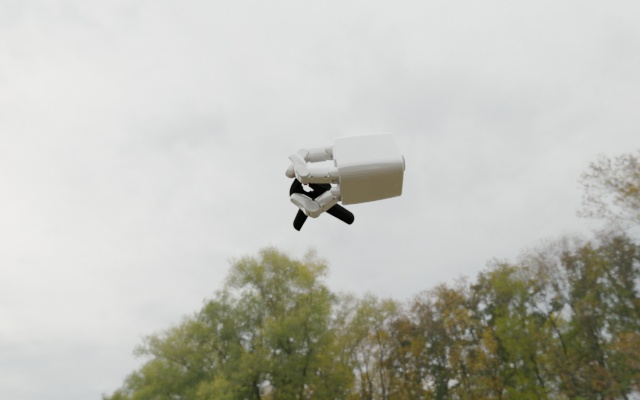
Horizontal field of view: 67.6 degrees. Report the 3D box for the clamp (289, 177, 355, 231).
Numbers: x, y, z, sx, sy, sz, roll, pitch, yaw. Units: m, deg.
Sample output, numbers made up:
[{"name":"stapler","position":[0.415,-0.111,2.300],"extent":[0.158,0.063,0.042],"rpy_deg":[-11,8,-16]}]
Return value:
[{"name":"clamp","position":[0.000,0.002,0.868],"extent":[0.120,0.039,0.172],"rpy_deg":[-8,-34,1]}]
